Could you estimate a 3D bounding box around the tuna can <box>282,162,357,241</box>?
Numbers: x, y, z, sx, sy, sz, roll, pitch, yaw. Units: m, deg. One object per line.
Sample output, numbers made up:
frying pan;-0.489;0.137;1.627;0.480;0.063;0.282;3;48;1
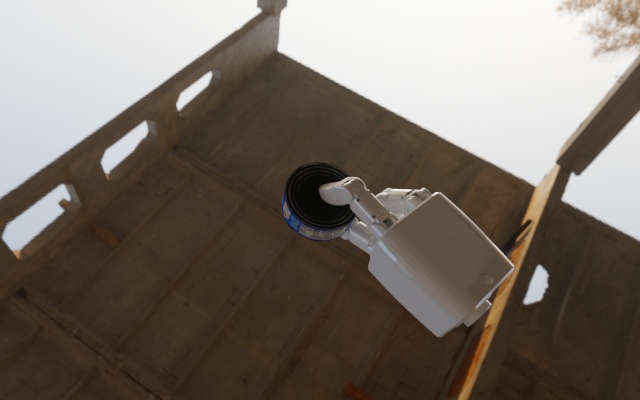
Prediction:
tuna can;0.000;0.002;0.533;0.086;0.086;0.034;0;-31;-14
